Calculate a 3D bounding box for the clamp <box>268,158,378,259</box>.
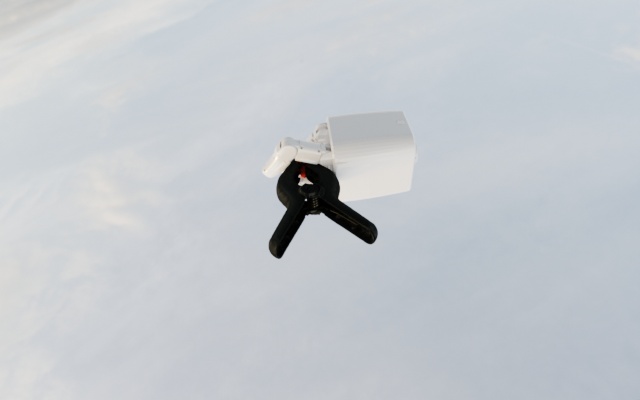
[{"bbox_3d":[0.000,0.002,0.572,0.120,0.039,0.171,2,41,-6],"label":"clamp"}]
